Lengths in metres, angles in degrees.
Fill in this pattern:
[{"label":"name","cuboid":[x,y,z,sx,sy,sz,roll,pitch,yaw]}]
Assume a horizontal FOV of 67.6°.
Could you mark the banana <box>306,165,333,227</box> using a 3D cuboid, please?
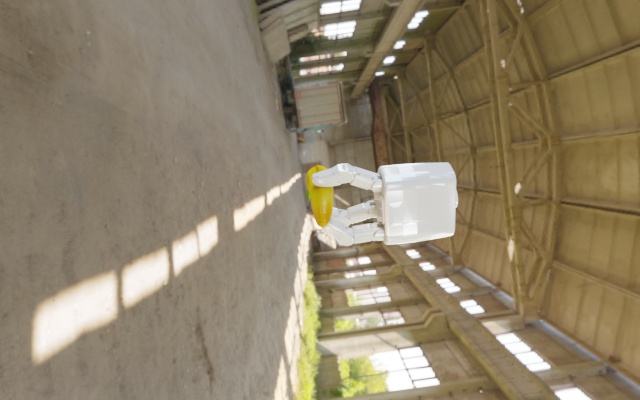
[{"label":"banana","cuboid":[-0.001,-0.017,0.744,0.037,0.070,0.197,-3,12,-4]}]
